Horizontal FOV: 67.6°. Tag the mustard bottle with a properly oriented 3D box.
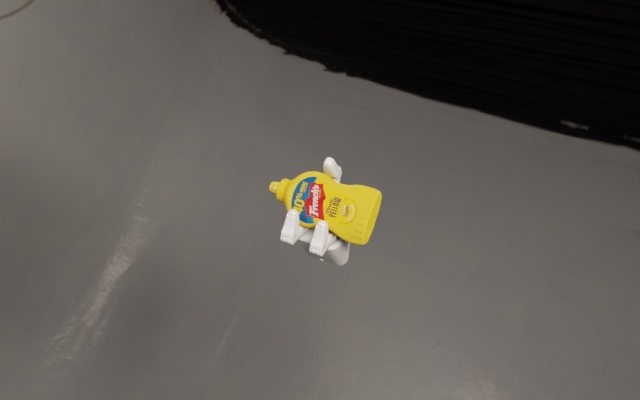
[{"bbox_3d":[0.000,0.003,0.810,0.191,0.096,0.058,18,4,19],"label":"mustard bottle"}]
